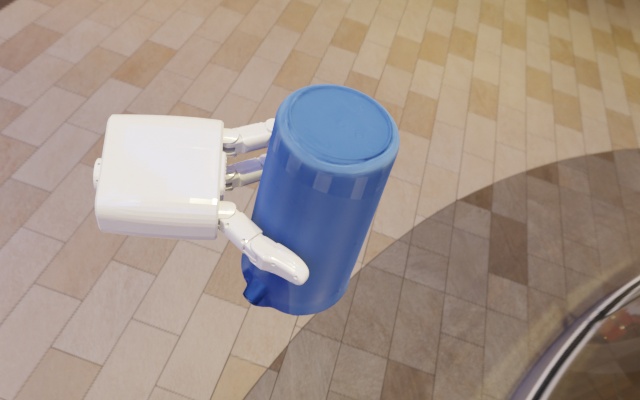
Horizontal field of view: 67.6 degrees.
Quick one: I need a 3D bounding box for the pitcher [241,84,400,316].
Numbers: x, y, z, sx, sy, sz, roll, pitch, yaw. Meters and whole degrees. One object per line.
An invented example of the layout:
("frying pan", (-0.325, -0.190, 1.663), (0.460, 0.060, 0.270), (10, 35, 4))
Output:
("pitcher", (0.000, 0.002, 0.493), (0.145, 0.149, 0.243), (6, -38, -10))
